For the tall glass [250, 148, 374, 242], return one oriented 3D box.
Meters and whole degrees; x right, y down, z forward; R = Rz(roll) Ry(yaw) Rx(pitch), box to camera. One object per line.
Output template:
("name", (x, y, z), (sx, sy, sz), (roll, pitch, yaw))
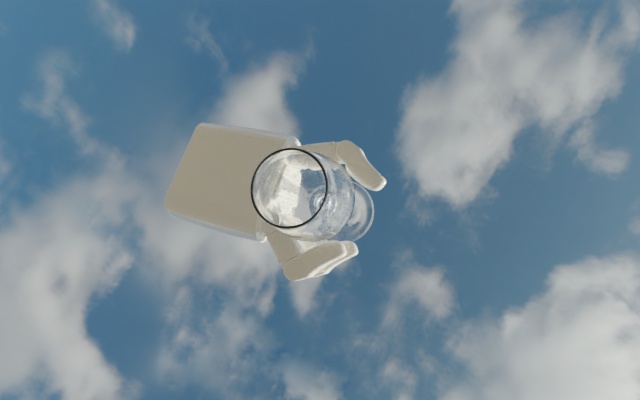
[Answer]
("tall glass", (0.000, 0.002, 0.454), (0.079, 0.079, 0.201), (0, -6, 14))
